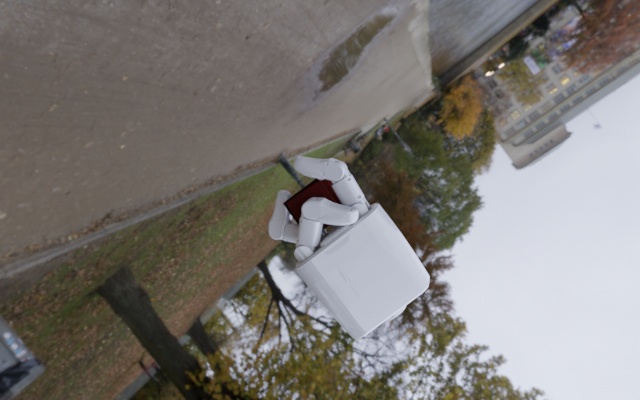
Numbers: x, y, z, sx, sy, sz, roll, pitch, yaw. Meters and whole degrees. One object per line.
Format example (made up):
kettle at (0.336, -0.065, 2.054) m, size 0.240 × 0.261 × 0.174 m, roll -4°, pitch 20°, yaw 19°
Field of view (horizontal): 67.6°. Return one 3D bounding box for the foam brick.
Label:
foam brick at (0.000, 0.002, 0.565) m, size 0.053 × 0.051 × 0.078 m, roll -36°, pitch 2°, yaw 19°
